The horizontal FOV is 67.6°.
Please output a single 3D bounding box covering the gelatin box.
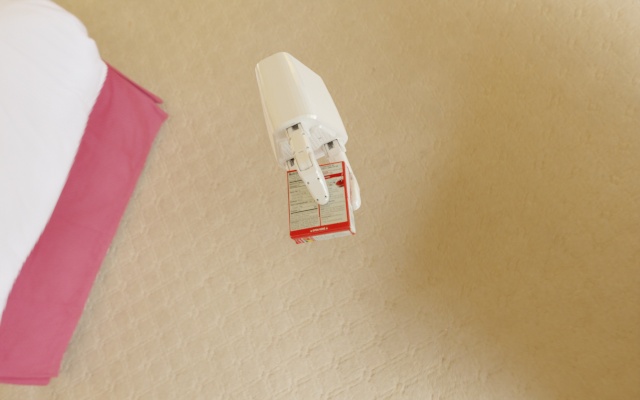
[{"bbox_3d":[0.000,0.002,0.566,0.073,0.089,0.030,-11,-25,14],"label":"gelatin box"}]
